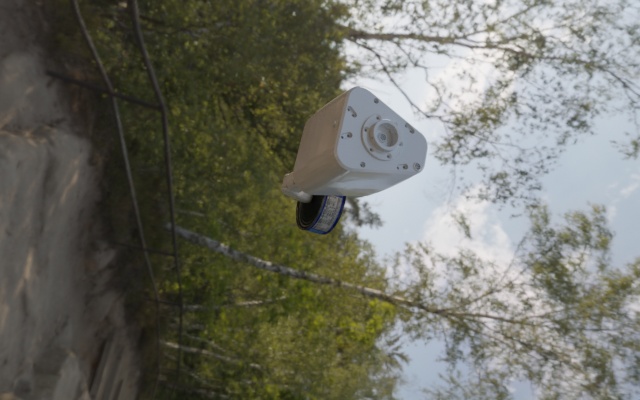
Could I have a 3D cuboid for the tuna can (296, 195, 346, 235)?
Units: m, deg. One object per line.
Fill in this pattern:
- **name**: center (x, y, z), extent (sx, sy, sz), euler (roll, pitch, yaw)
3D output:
- **tuna can**: center (0.001, 0.002, 0.647), extent (0.034, 0.086, 0.086), euler (17, -7, -24)
